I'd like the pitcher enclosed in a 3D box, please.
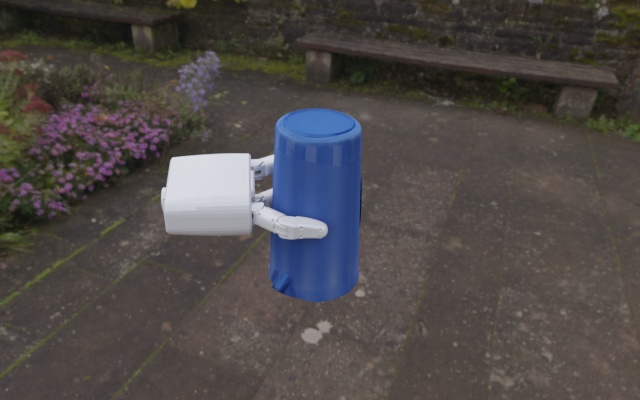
[{"bbox_3d":[0.000,0.002,0.655,0.145,0.243,0.149,-1,31,-6],"label":"pitcher"}]
